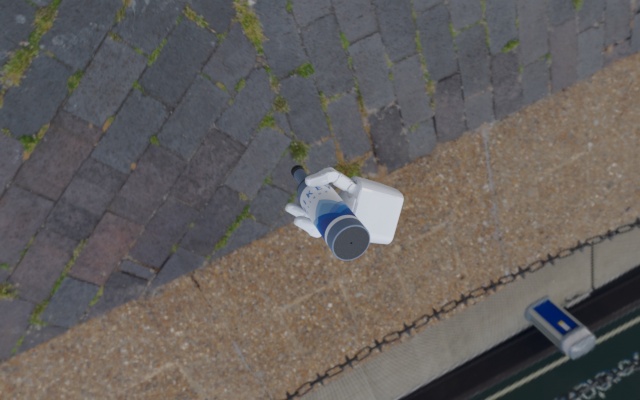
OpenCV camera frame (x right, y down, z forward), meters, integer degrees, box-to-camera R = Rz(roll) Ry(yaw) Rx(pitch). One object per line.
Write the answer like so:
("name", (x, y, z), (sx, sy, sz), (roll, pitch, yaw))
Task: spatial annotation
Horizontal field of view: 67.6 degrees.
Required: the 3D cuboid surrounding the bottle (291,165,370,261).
("bottle", (0.000, 0.003, 0.879), (0.069, 0.069, 0.295), (0, 26, -22))
